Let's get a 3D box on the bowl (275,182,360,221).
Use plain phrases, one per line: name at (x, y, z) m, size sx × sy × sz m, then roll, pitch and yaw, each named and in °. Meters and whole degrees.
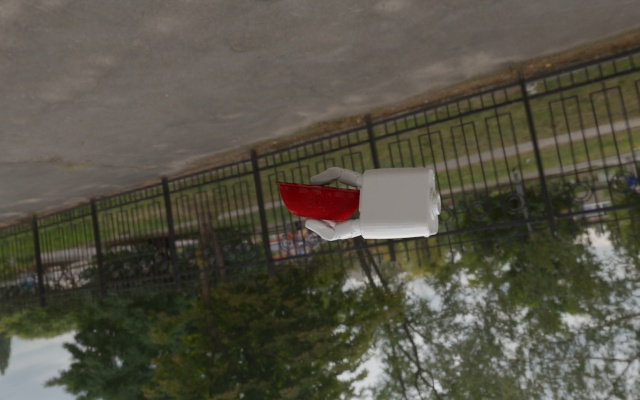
bowl at (-0.001, 0.003, 0.820) m, size 0.162 × 0.055 × 0.162 m, roll 7°, pitch 1°, yaw 0°
